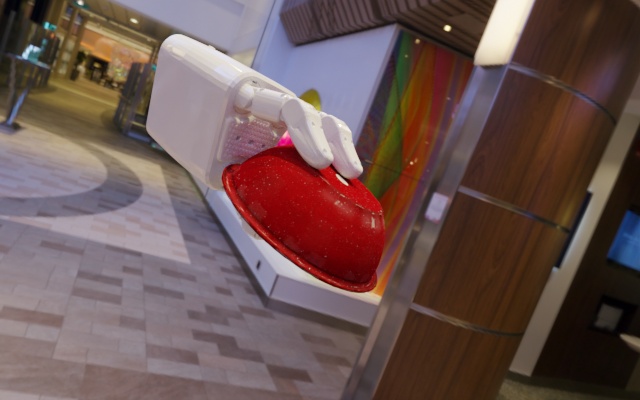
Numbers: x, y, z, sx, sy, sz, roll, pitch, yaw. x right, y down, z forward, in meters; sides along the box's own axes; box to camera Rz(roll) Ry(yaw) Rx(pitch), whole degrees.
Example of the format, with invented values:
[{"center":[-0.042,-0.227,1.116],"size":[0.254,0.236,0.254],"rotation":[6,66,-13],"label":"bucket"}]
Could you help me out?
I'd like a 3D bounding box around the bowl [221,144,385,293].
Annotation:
[{"center":[0.001,0.002,0.401],"size":[0.162,0.055,0.162],"rotation":[36,15,-11],"label":"bowl"}]
